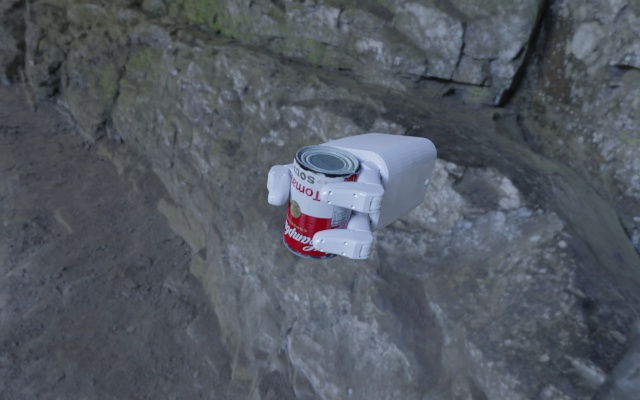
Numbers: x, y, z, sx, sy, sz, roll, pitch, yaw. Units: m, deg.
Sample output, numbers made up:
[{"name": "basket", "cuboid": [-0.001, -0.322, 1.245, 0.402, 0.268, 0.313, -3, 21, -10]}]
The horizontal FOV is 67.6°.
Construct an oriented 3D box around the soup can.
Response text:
[{"name": "soup can", "cuboid": [0.000, 0.001, 0.501, 0.068, 0.102, 0.068, 7, 30, -4]}]
